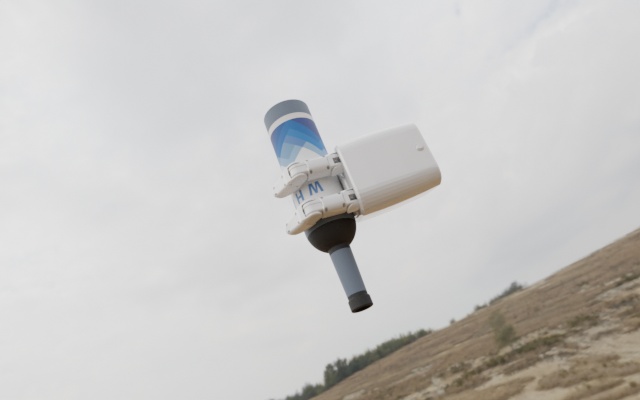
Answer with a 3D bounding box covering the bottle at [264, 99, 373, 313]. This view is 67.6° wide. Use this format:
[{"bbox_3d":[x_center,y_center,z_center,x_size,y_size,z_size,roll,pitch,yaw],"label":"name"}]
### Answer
[{"bbox_3d":[0.000,0.002,0.617,0.069,0.295,0.069,-17,-26,-9],"label":"bottle"}]
